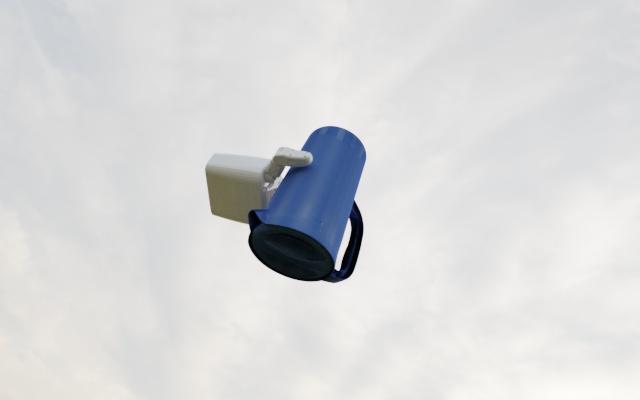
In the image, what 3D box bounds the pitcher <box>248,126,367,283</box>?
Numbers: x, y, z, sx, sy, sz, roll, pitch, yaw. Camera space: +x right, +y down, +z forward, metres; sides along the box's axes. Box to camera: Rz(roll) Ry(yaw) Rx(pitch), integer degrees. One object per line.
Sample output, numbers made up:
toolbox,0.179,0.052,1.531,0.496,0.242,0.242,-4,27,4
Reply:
pitcher,0.000,0.002,0.756,0.145,0.242,0.149,10,-40,17
